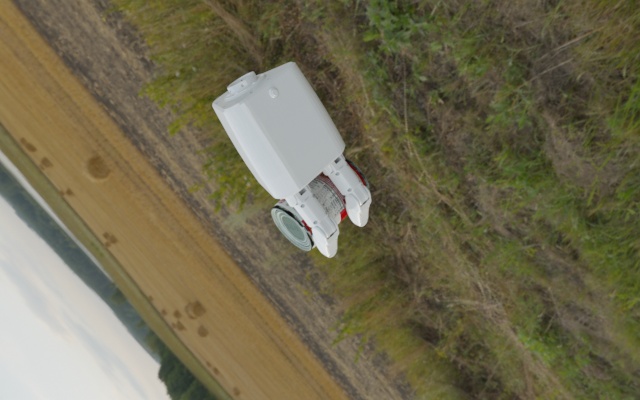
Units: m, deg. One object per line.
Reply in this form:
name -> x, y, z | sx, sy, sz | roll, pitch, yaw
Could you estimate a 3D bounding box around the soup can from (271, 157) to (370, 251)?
soup can -> 0.000, 0.002, 0.566 | 0.102, 0.068, 0.068 | -43, 20, -23
